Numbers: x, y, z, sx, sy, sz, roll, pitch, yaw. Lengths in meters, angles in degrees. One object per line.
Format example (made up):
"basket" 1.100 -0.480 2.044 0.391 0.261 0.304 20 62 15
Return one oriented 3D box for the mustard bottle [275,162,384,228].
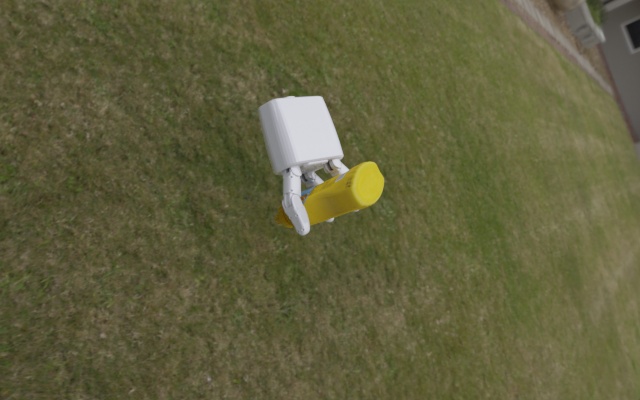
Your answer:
"mustard bottle" 0.000 0.003 0.741 0.192 0.058 0.096 -22 17 36
